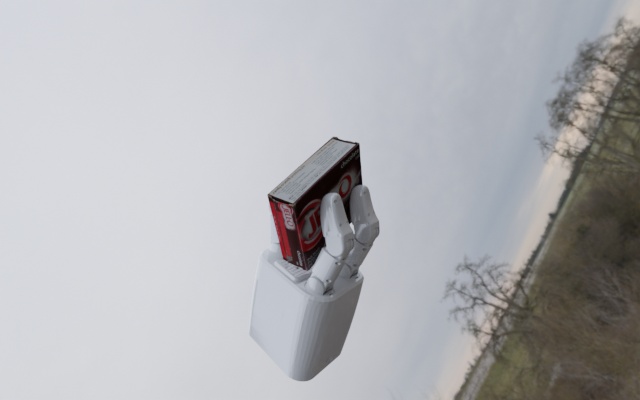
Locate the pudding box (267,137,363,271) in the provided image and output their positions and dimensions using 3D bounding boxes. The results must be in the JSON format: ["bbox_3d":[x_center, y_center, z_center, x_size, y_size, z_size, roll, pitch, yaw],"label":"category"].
[{"bbox_3d":[0.000,0.002,0.489,0.039,0.090,0.113,20,48,28],"label":"pudding box"}]
